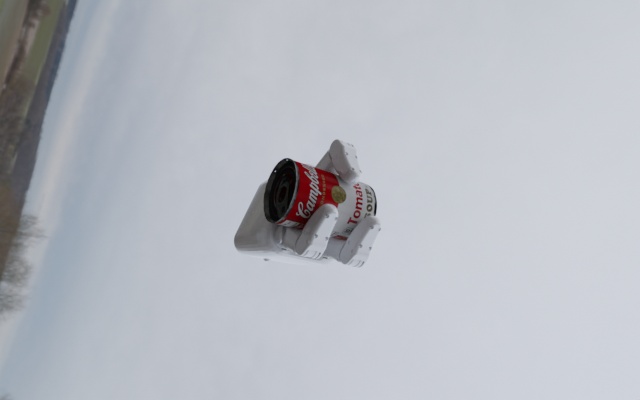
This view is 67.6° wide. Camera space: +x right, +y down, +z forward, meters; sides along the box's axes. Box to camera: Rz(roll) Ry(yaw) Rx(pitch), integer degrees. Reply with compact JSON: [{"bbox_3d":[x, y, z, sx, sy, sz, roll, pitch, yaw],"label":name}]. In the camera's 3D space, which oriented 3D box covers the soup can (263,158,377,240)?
[{"bbox_3d":[0.001,0.002,0.504,0.102,0.068,0.068,16,-8,-30],"label":"soup can"}]
